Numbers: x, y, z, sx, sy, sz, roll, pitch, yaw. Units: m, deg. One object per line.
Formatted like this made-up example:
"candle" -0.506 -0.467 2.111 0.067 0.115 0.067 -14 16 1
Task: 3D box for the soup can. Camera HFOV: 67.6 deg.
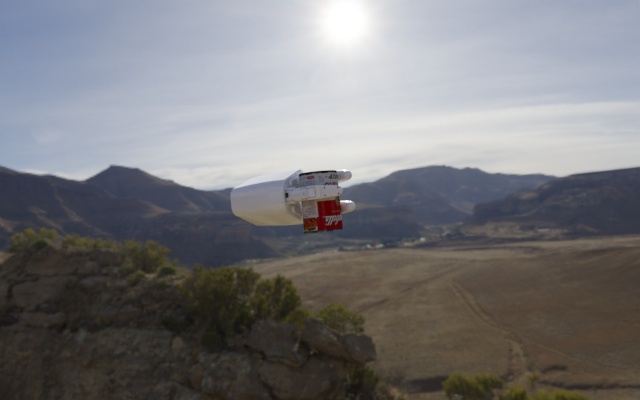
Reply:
"soup can" 0.001 0.002 0.814 0.068 0.102 0.068 -6 -1 0
